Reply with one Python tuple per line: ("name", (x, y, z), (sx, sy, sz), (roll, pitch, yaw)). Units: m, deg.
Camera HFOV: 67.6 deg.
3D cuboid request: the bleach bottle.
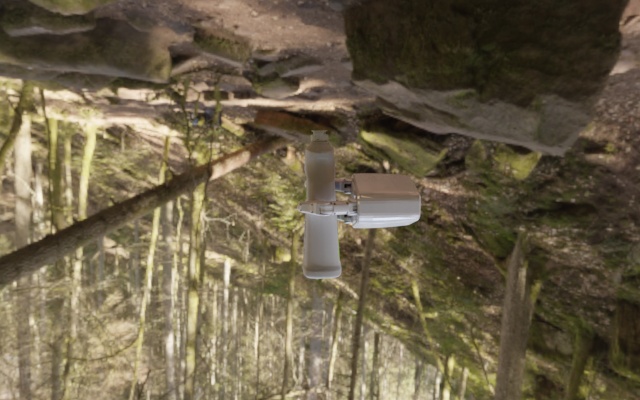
("bleach bottle", (0.000, 0.003, 0.843), (0.068, 0.251, 0.102), (-1, 8, -4))
